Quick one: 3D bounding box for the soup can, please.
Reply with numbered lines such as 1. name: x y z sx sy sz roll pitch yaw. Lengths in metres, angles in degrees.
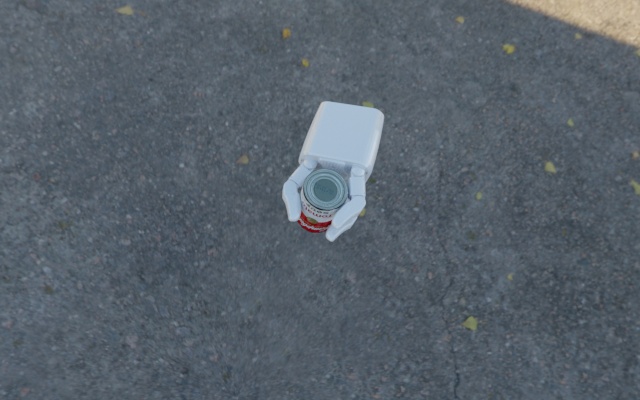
1. soup can: 0.000 0.003 0.725 0.068 0.068 0.102 0 -22 -10
